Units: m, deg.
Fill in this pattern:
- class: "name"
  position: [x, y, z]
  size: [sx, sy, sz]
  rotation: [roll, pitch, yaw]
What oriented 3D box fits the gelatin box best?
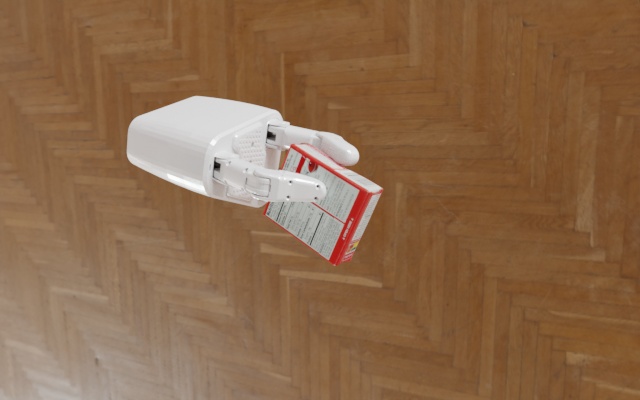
- class: "gelatin box"
  position: [0.000, 0.002, 0.414]
  size: [0.089, 0.073, 0.030]
  rotation: [33, 24, 26]
